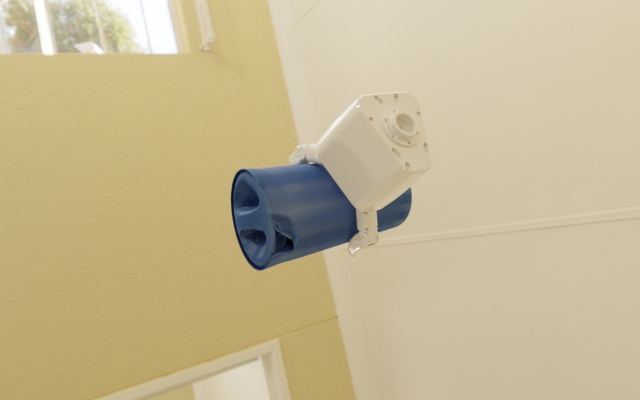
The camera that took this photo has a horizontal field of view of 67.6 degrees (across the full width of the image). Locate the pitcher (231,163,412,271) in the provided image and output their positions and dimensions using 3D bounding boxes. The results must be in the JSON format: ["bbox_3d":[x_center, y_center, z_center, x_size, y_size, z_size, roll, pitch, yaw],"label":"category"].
[{"bbox_3d":[0.000,0.002,0.678,0.243,0.149,0.145,-11,-18,-30],"label":"pitcher"}]
